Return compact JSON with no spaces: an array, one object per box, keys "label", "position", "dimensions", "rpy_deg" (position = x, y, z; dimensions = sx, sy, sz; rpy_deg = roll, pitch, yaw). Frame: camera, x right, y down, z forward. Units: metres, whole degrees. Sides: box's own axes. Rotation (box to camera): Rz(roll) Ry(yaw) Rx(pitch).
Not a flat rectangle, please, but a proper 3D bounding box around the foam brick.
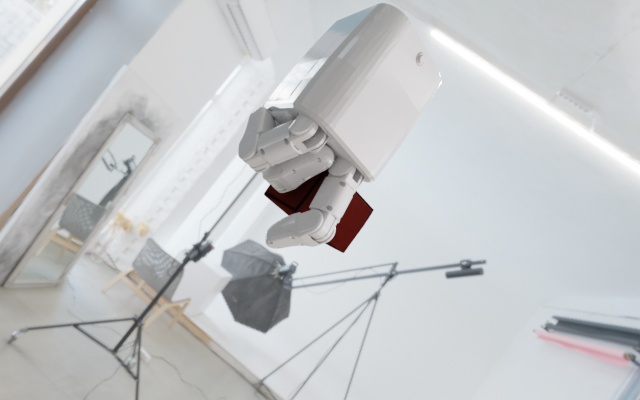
[{"label":"foam brick","position":[0.000,0.002,0.428],"dimensions":[0.053,0.051,0.078],"rpy_deg":[26,-13,47]}]
